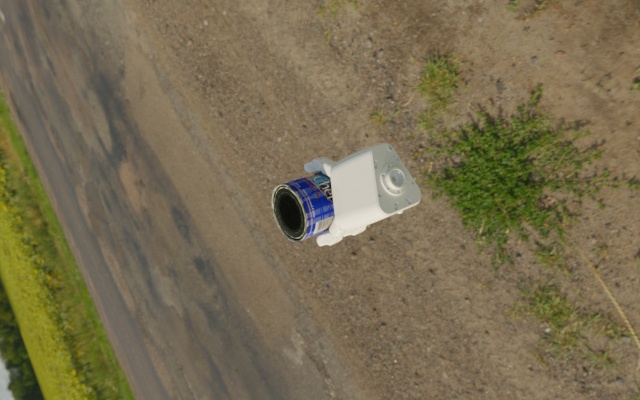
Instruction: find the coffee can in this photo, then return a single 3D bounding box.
[{"bbox_3d":[0.000,0.003,0.839,0.140,0.103,0.103,-19,11,-34],"label":"coffee can"}]
